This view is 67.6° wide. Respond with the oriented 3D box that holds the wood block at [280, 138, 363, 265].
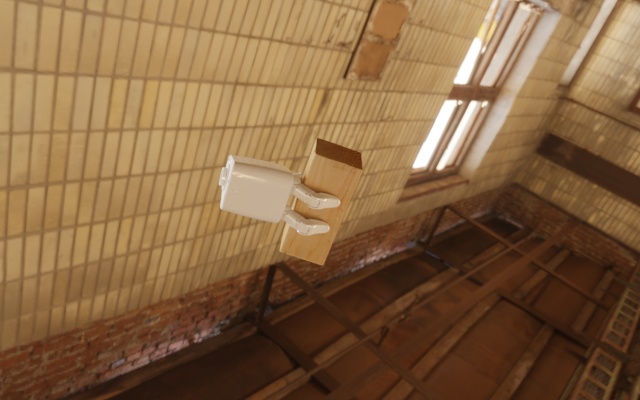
[{"bbox_3d":[0.000,0.003,0.887,0.090,0.206,0.090,18,26,-7],"label":"wood block"}]
